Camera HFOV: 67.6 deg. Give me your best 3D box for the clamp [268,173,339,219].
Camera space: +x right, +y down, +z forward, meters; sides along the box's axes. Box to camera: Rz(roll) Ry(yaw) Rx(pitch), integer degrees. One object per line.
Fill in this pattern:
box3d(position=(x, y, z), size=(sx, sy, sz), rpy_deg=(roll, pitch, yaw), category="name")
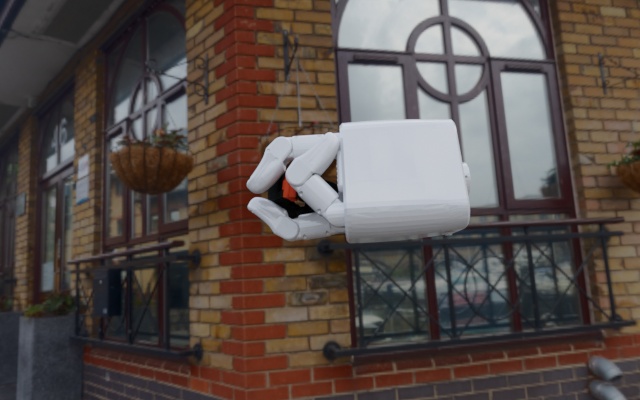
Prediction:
box3d(position=(0.000, 0.001, 0.526), size=(0.120, 0.039, 0.171), rpy_deg=(-3, -9, 3), category="clamp")
